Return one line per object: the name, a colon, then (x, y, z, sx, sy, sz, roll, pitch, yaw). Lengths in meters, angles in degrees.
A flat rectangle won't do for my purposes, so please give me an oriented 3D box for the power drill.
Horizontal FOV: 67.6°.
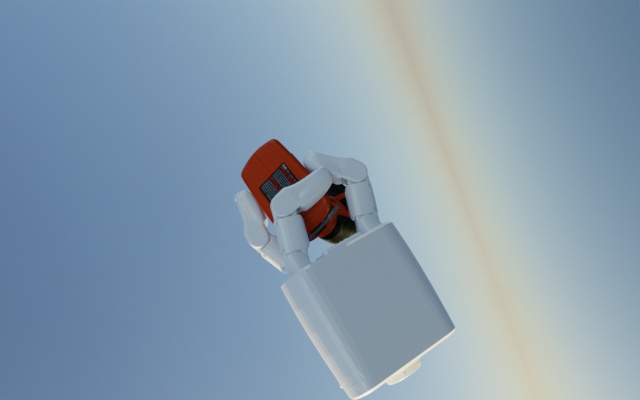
power drill: (0.000, 0.002, 0.518, 0.184, 0.057, 0.188, 48, 12, 32)
